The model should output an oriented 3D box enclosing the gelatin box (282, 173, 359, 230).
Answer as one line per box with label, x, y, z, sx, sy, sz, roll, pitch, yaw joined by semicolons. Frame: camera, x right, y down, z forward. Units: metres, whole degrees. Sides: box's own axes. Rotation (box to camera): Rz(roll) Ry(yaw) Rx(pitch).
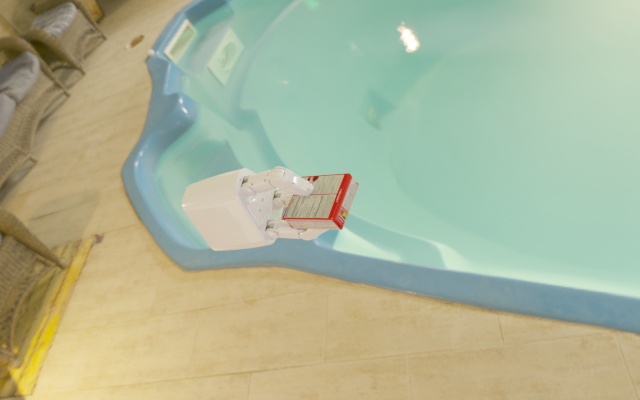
gelatin box;0.000;0.002;0.647;0.089;0.073;0.030;-2;-35;39
